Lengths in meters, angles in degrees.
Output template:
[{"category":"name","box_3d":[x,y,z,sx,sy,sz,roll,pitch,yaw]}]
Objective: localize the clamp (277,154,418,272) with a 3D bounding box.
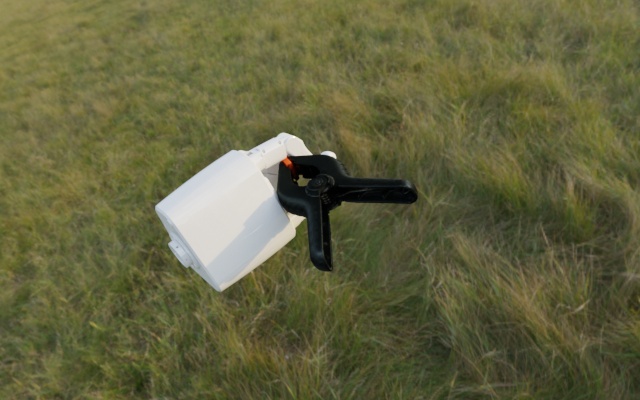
[{"category":"clamp","box_3d":[0.000,0.001,0.486,0.120,0.039,0.171,-39,38,-23]}]
